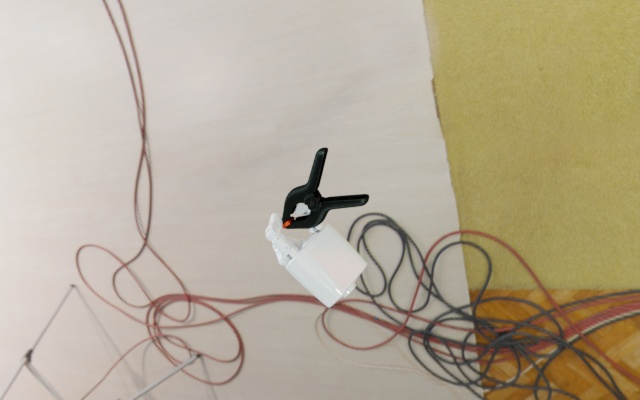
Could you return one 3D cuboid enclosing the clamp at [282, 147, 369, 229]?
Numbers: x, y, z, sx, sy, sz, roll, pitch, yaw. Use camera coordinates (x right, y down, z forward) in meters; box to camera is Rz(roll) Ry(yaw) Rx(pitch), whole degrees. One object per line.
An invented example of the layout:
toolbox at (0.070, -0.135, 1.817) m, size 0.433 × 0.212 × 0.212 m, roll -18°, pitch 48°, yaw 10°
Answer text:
clamp at (0.000, 0.003, 0.836) m, size 0.171 × 0.120 × 0.039 m, roll -49°, pitch -6°, yaw 32°
